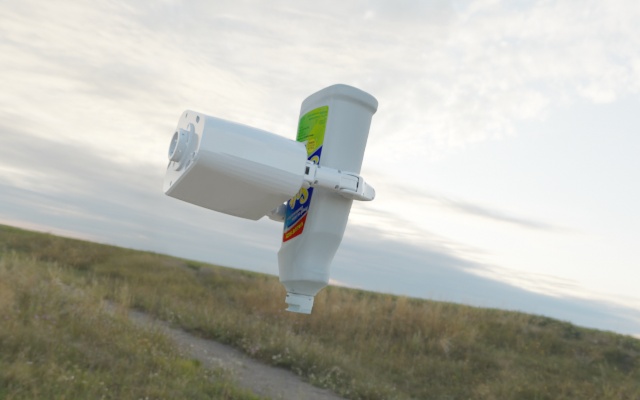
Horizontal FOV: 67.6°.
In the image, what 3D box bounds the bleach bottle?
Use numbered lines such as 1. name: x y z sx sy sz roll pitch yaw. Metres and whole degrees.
1. bleach bottle: 0.000 0.002 0.546 0.068 0.250 0.102 16 -12 -31
